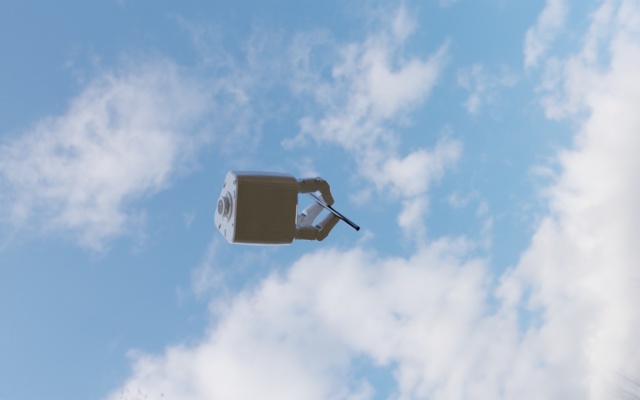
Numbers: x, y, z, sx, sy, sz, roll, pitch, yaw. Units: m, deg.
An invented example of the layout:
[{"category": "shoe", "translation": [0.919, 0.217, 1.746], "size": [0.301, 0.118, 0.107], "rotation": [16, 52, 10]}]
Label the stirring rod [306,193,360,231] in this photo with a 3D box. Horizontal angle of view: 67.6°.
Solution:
[{"category": "stirring rod", "translation": [0.000, 0.003, 0.848], "size": [0.011, 0.011, 0.239], "rotation": [0, 20, -32]}]
